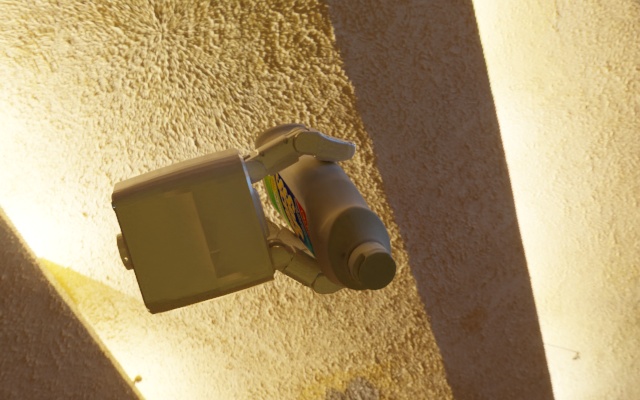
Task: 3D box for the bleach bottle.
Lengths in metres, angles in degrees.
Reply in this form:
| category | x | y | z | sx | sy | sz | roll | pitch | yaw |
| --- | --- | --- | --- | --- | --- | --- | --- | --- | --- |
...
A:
| category | x | y | z | sx | sy | sz | roll | pitch | yaw |
| --- | --- | --- | --- | --- | --- | --- | --- | --- | --- |
| bleach bottle | 0.000 | 0.001 | 0.434 | 0.068 | 0.103 | 0.250 | -17 | 23 | -12 |
